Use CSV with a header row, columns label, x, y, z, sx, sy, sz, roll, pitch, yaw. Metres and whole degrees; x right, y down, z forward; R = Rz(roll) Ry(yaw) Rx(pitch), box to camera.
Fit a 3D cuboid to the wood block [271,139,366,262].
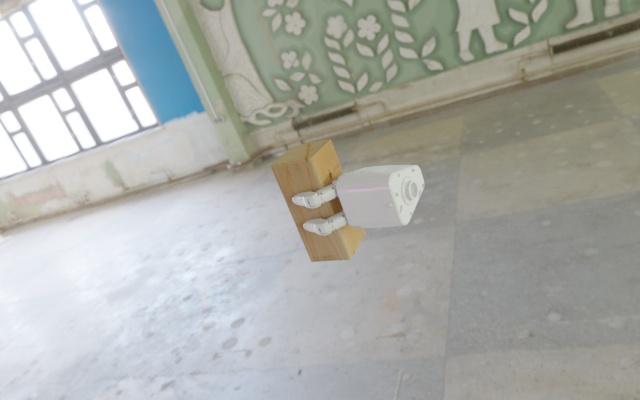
label,x,y,z,sx,sy,sz,roll,pitch,yaw
wood block,0.001,0.003,0.888,0.090,0.206,0.090,-8,25,31
